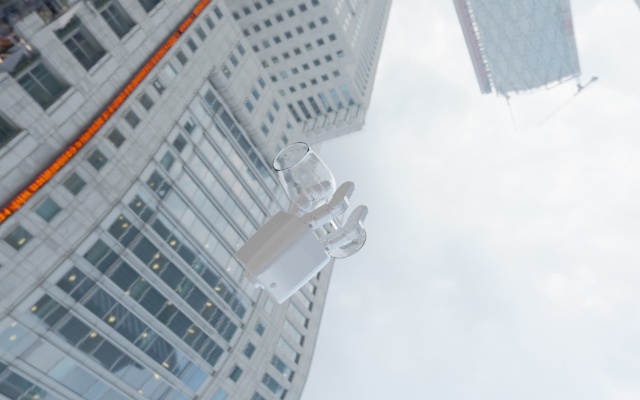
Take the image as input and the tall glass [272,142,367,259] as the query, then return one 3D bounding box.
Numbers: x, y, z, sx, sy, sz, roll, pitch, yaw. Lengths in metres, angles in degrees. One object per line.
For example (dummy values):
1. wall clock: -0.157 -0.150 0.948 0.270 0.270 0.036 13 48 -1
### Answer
1. tall glass: 0.001 0.003 0.759 0.079 0.079 0.201 0 -43 38
